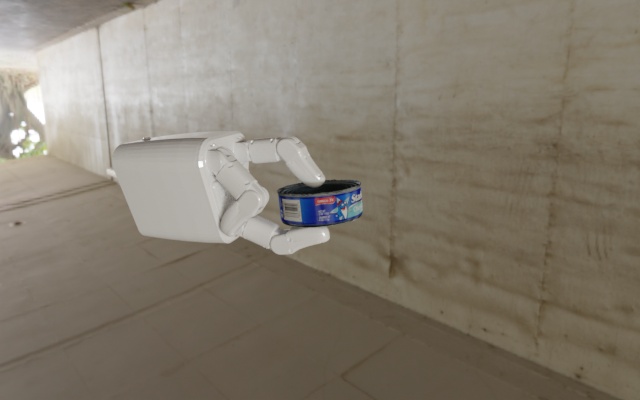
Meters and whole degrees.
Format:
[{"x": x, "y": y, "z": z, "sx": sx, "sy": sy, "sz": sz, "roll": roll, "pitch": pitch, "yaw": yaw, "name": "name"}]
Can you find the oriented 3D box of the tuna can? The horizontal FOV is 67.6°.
[{"x": 0.000, "y": 0.002, "z": 0.487, "sx": 0.086, "sy": 0.034, "sz": 0.086, "roll": -5, "pitch": 10, "yaw": 1, "name": "tuna can"}]
